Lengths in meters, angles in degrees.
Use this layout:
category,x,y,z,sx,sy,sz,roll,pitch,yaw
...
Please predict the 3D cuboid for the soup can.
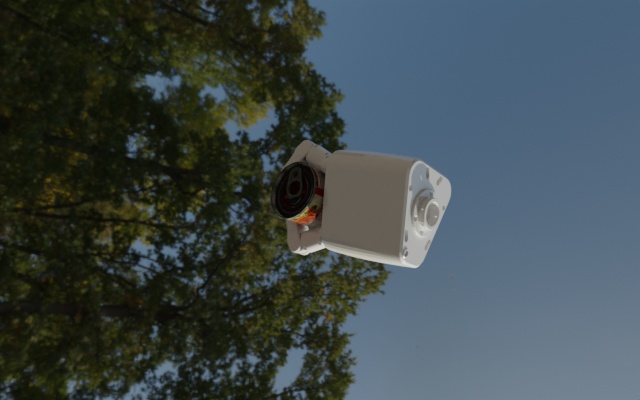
category,x,y,z,sx,sy,sz,roll,pitch,yaw
soup can,0.000,0.002,0.574,0.068,0.068,0.102,0,-16,42
